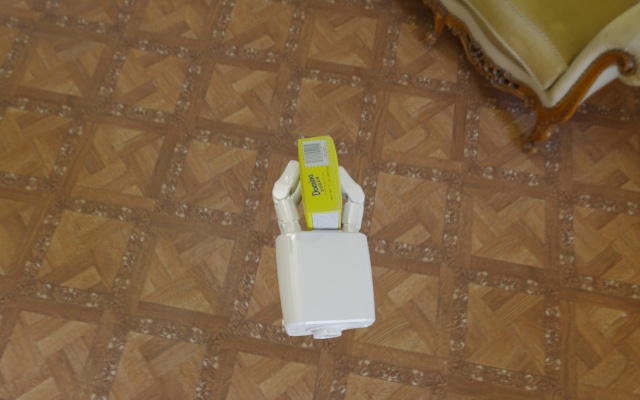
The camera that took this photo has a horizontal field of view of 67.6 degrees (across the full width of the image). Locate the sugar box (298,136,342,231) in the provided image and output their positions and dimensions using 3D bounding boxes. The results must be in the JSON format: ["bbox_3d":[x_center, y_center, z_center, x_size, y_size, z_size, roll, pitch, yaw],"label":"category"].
[{"bbox_3d":[0.000,0.002,0.604,0.048,0.093,0.176,-5,-23,-3],"label":"sugar box"}]
